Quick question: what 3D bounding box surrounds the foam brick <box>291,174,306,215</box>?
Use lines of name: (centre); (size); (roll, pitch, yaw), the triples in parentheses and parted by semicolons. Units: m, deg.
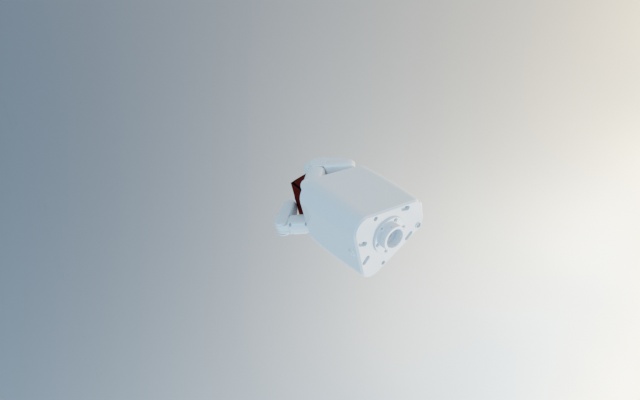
foam brick: (0.000, 0.002, 0.668); (0.053, 0.078, 0.051); (-32, 41, -21)
